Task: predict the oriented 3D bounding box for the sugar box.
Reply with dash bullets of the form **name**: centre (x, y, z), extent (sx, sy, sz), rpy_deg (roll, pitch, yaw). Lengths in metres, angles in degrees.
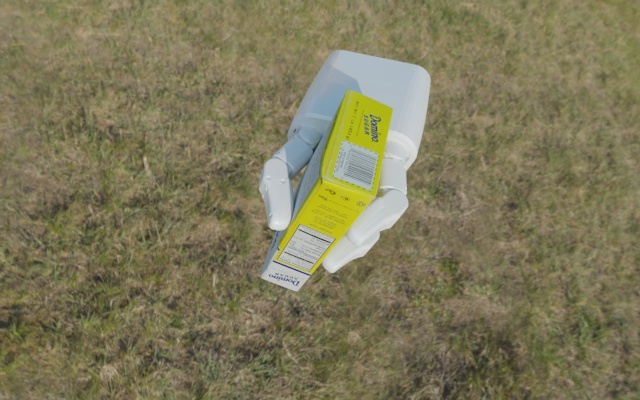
- **sugar box**: centre (0.001, 0.001, 0.407), extent (0.048, 0.093, 0.176), rpy_deg (21, -36, -6)
